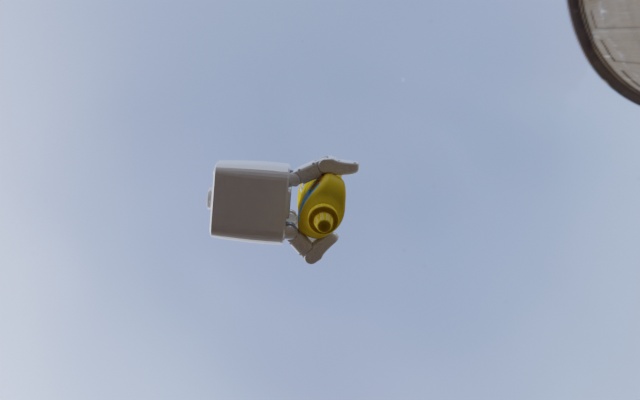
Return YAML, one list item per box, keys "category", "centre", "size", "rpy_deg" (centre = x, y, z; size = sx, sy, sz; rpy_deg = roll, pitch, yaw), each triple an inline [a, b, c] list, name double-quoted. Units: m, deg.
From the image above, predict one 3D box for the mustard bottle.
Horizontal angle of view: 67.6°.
- category: "mustard bottle"
  centre: [0.000, 0.002, 0.698]
  size: [0.058, 0.096, 0.191]
  rpy_deg: [28, 15, -11]
